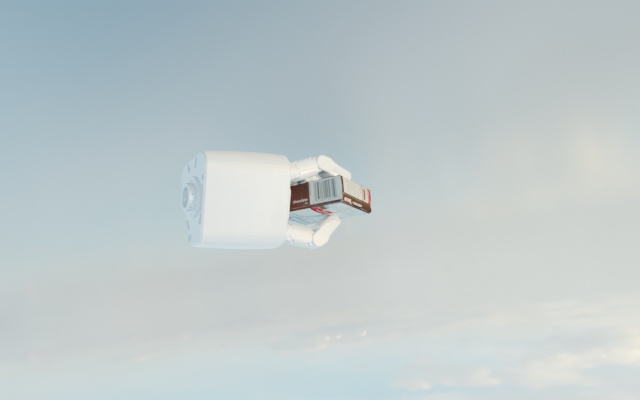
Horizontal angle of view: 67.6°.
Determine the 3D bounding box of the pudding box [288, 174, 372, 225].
[{"bbox_3d":[0.000,0.002,0.647,0.113,0.039,0.090,-10,-15,28],"label":"pudding box"}]
